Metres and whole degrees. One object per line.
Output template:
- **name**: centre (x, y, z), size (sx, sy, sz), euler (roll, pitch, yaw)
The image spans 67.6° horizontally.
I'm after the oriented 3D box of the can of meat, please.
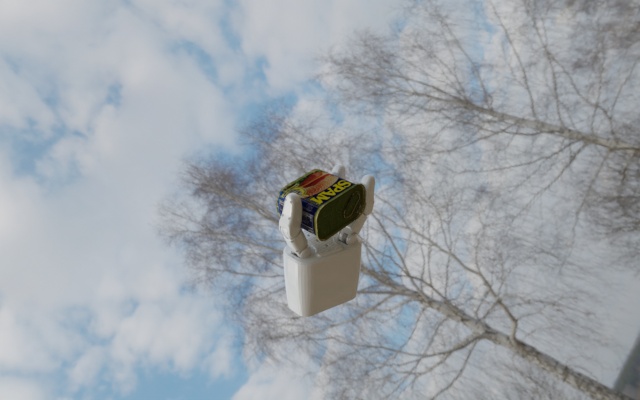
- **can of meat**: centre (0.000, 0.002, 0.678), size (0.084, 0.057, 0.102), euler (25, 42, 37)
